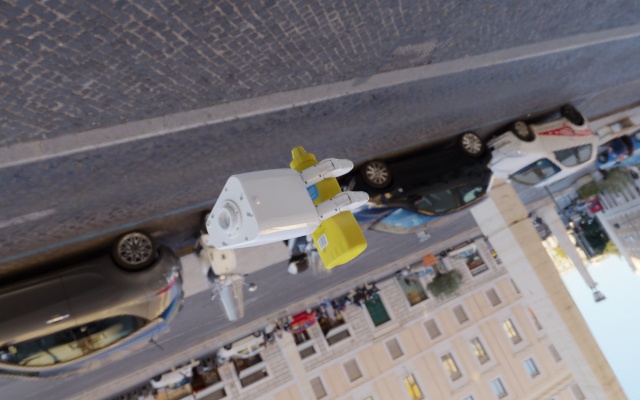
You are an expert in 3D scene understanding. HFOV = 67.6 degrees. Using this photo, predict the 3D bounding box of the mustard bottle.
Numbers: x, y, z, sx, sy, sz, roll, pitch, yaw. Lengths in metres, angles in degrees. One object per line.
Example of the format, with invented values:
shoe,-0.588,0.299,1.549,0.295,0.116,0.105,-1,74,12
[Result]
mustard bottle,0.000,0.003,0.729,0.058,0.191,0.096,-18,-17,-26
